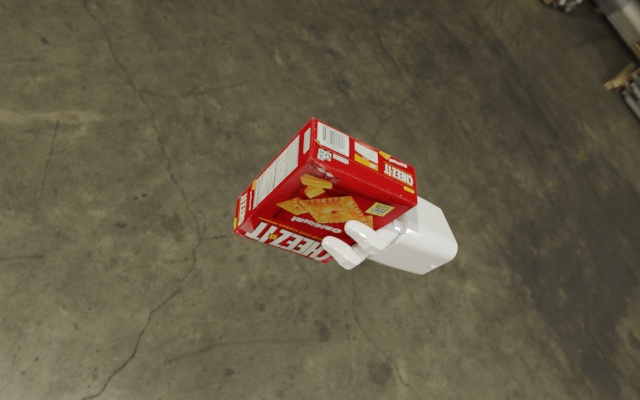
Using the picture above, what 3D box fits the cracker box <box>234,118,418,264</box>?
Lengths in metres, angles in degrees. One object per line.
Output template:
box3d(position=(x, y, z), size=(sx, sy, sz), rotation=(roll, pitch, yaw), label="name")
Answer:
box3d(position=(0.000, 0.002, 0.655), size=(0.164, 0.072, 0.214), rotation=(22, -39, -25), label="cracker box")
